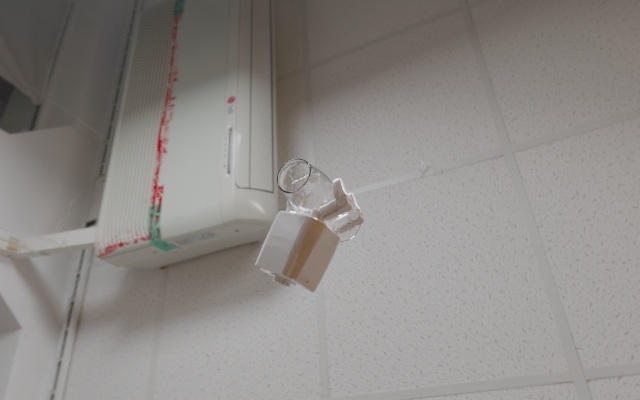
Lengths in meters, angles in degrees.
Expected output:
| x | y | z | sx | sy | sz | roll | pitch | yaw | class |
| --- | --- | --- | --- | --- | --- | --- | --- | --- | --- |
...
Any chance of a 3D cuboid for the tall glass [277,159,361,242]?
| x | y | z | sx | sy | sz | roll | pitch | yaw | class |
| --- | --- | --- | --- | --- | --- | --- | --- | --- | --- |
| 0.000 | 0.003 | 0.836 | 0.079 | 0.079 | 0.201 | 0 | -26 | 29 | tall glass |
